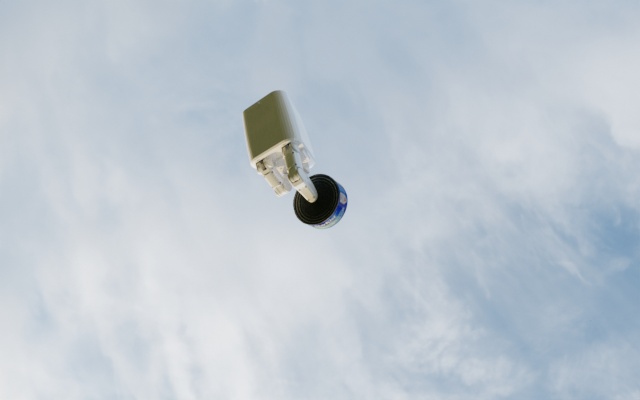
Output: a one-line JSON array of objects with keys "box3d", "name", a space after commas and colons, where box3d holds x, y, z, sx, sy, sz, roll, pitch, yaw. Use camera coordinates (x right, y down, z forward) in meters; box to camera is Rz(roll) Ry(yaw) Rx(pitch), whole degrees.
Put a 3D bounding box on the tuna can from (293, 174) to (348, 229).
[{"box3d": [0.000, 0.003, 0.771, 0.086, 0.086, 0.034, 0, -17, 32], "name": "tuna can"}]
